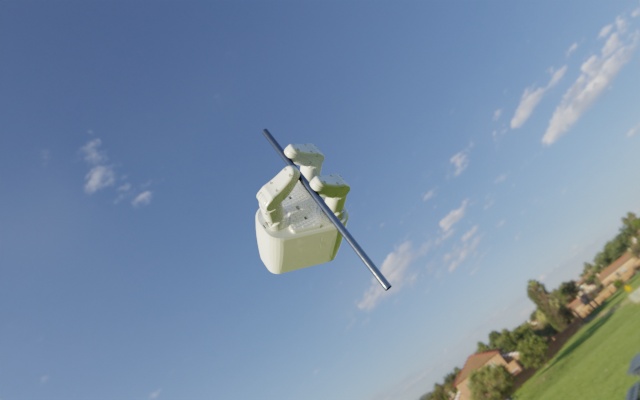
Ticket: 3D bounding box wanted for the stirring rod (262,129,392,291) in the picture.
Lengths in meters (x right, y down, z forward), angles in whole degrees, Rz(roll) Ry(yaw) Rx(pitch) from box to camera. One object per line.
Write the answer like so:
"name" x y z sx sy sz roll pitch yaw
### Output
"stirring rod" 0.000 0.002 0.523 0.011 0.239 0.011 -30 -27 -17
